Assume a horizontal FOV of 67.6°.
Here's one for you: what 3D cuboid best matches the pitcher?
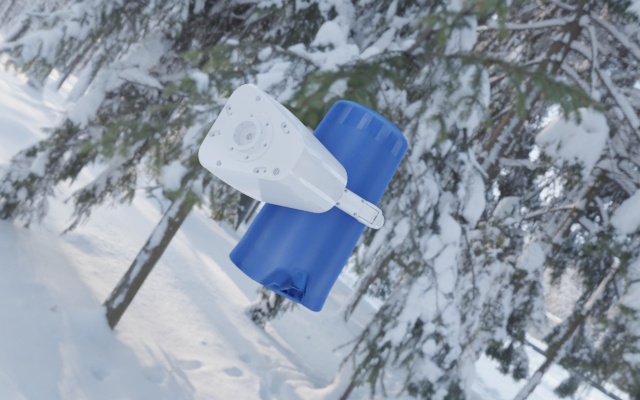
[{"bbox_3d":[0.000,0.002,0.603,0.149,0.243,0.145,31,-1,28],"label":"pitcher"}]
